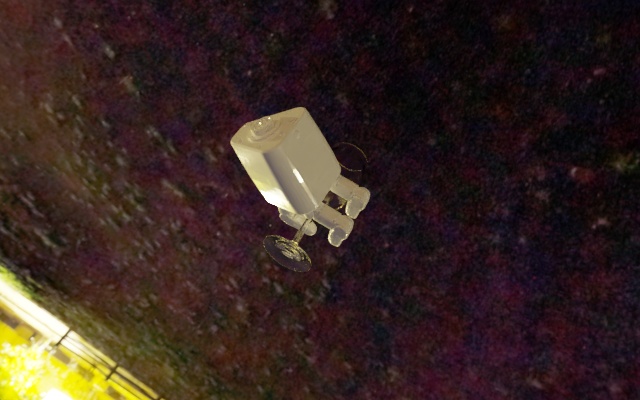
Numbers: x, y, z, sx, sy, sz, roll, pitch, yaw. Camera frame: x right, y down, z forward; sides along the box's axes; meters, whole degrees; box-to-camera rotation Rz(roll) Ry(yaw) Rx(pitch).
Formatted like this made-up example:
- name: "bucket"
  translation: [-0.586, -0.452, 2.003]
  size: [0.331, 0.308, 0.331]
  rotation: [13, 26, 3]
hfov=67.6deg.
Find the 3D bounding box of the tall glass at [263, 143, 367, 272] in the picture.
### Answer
- name: "tall glass"
  translation: [0.000, 0.003, 0.696]
  size: [0.079, 0.201, 0.079]
  rotation: [22, -34, 16]
